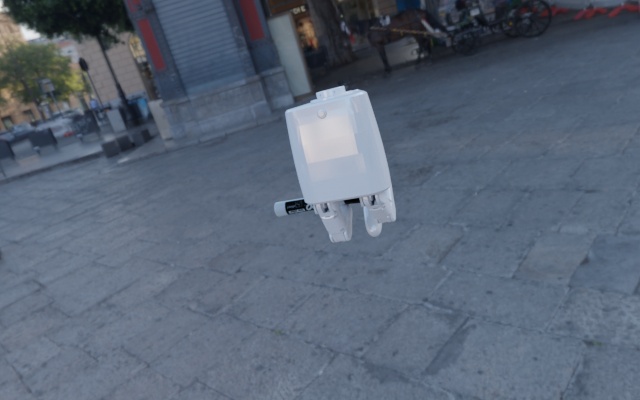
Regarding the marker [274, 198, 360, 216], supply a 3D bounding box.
[{"bbox_3d":[0.000,0.002,0.596,0.121,0.020,0.020,-10,-3,19],"label":"marker"}]
